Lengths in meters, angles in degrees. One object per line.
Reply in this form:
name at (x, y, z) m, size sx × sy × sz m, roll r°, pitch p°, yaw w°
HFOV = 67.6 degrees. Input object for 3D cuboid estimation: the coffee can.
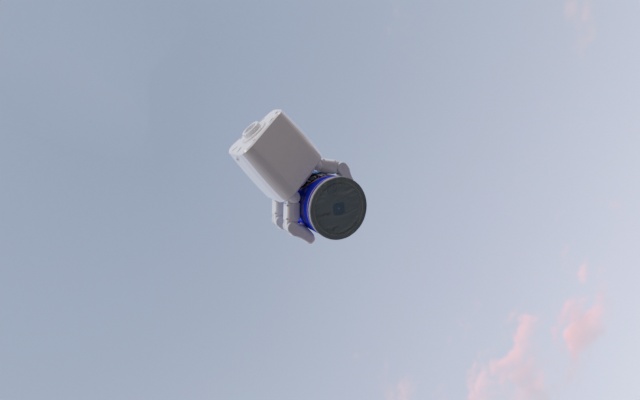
coffee can at (0.000, 0.003, 0.819) m, size 0.103 × 0.103 × 0.140 m, roll 0°, pitch 9°, yaw -26°
